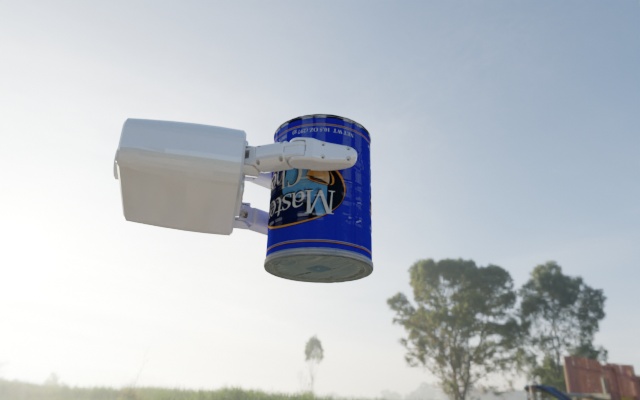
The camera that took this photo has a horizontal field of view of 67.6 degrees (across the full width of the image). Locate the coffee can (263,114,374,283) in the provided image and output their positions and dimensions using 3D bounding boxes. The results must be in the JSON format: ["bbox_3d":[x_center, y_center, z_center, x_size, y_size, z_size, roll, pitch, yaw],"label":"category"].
[{"bbox_3d":[0.000,0.002,0.473,0.103,0.140,0.103,2,-23,1],"label":"coffee can"}]
